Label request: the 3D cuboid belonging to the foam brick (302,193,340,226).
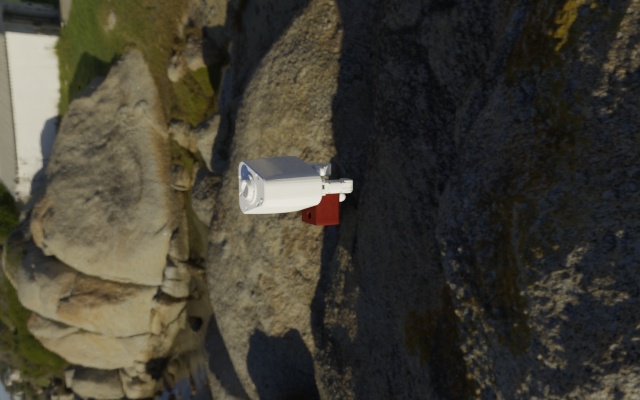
[{"bbox_3d":[0.000,0.003,0.856,0.051,0.078,0.053,-6,10,-32],"label":"foam brick"}]
